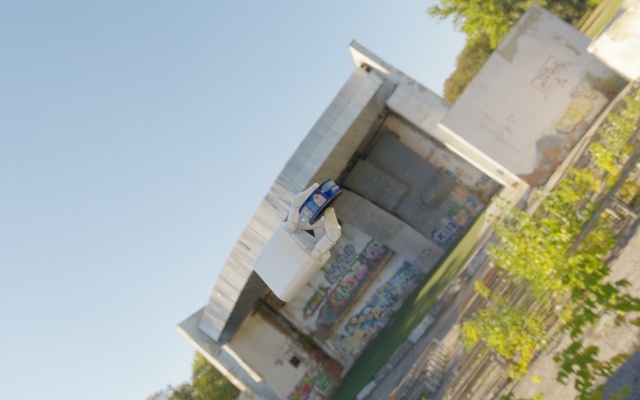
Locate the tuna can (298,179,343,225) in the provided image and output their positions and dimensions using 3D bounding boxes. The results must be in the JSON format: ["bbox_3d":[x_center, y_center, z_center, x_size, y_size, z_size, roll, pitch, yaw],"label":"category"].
[{"bbox_3d":[0.000,0.002,0.857,0.034,0.086,0.086,43,7,8],"label":"tuna can"}]
